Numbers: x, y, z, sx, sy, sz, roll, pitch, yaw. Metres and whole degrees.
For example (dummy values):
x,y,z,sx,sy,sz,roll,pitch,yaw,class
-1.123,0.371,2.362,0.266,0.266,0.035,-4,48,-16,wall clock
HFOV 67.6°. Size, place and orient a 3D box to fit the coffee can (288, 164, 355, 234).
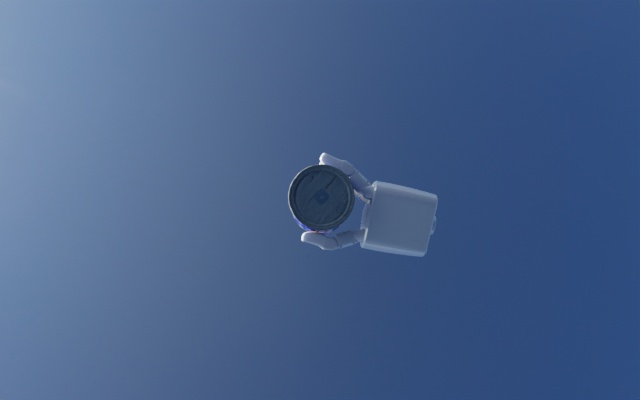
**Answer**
x,y,z,sx,sy,sz,roll,pitch,yaw,class
0.000,0.003,0.801,0.103,0.103,0.140,0,-7,-1,coffee can
